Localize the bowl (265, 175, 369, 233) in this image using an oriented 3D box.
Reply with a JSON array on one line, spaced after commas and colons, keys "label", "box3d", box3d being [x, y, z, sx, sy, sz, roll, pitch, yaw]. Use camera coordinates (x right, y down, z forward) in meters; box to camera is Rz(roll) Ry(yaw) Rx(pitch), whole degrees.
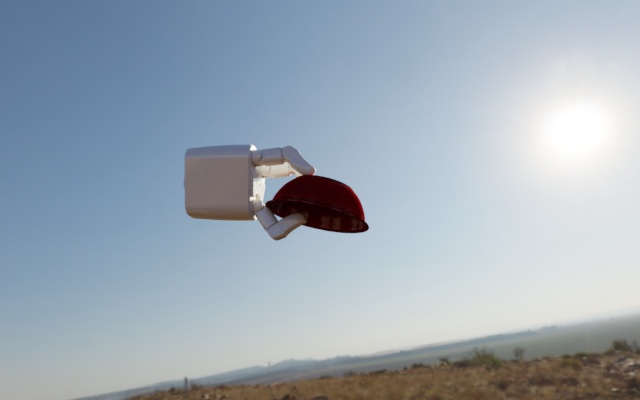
[{"label": "bowl", "box3d": [0.002, 0.002, 0.731, 0.162, 0.055, 0.162, 13, -15, 3]}]
